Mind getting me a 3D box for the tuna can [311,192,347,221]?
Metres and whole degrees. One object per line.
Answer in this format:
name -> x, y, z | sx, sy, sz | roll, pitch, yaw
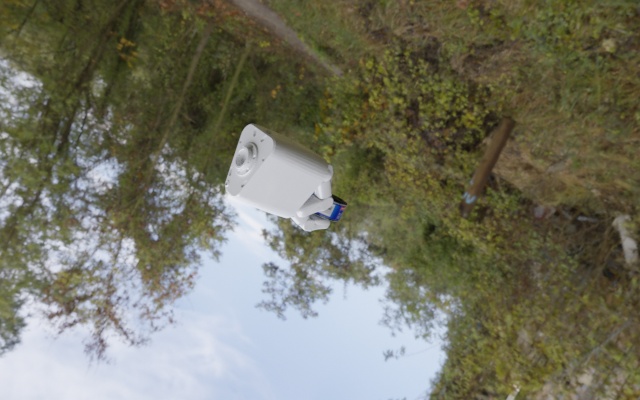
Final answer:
tuna can -> 0.000, 0.003, 0.815 | 0.086, 0.034, 0.086 | 25, 8, -4
